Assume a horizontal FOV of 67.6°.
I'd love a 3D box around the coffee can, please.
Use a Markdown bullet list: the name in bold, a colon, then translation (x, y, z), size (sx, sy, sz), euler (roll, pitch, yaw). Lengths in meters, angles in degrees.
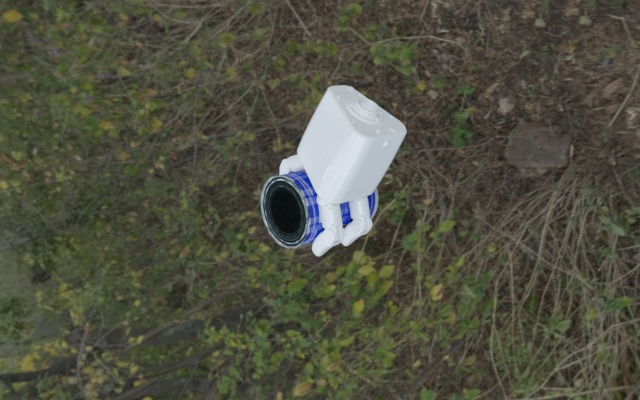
- **coffee can**: translation (0.000, 0.002, 0.691), size (0.140, 0.103, 0.103), euler (-15, 10, -42)
